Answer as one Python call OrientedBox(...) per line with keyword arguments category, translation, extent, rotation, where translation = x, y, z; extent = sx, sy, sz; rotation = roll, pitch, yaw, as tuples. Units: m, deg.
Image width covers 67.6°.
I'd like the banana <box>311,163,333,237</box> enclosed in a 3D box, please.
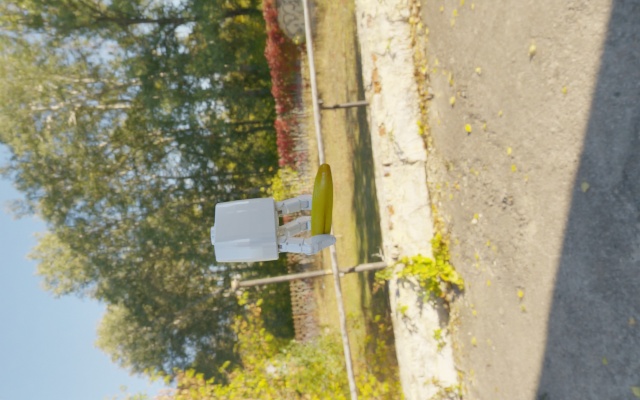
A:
OrientedBox(category="banana", translation=(0.001, 0.020, 0.830), extent=(0.037, 0.069, 0.198), rotation=(-2, -34, -3))
